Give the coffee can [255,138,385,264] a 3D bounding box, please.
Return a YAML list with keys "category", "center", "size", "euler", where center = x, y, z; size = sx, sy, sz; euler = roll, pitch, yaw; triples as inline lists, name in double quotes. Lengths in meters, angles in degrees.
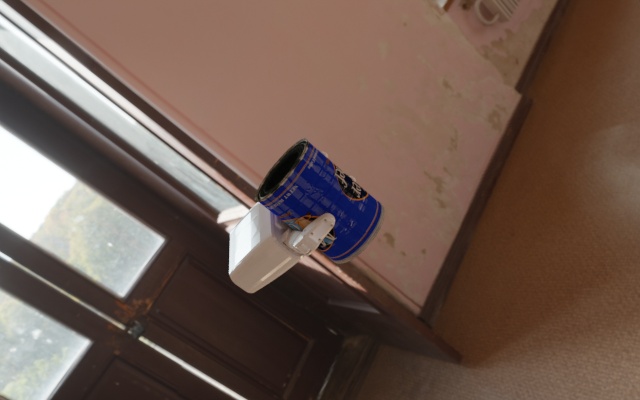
- category: "coffee can"
  center: [0.000, 0.002, 0.630]
  size: [0.140, 0.103, 0.103]
  euler: [39, -15, -18]
